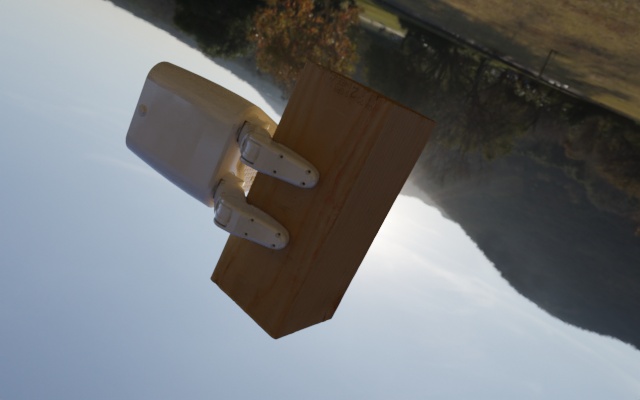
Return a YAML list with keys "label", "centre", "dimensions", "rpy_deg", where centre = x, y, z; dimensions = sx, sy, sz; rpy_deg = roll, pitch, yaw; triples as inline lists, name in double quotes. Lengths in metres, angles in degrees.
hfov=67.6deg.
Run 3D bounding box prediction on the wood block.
- label: "wood block"
  centre: [0.000, 0.001, 0.411]
  dimensions: [0.090, 0.206, 0.091]
  rpy_deg: [35, 18, 28]
